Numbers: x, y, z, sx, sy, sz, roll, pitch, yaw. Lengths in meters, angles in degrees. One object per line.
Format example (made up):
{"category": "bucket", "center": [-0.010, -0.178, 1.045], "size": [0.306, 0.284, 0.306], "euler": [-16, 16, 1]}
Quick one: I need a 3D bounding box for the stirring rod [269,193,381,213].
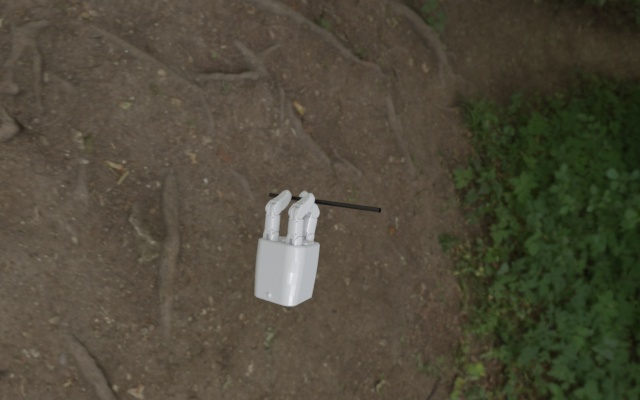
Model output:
{"category": "stirring rod", "center": [0.000, 0.003, 0.846], "size": [0.239, 0.011, 0.011], "euler": [8, 5, 36]}
